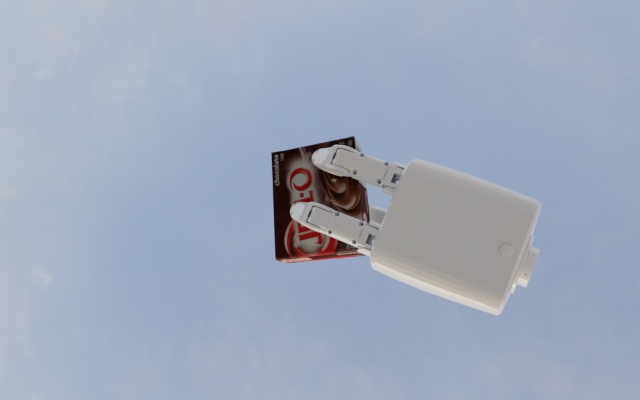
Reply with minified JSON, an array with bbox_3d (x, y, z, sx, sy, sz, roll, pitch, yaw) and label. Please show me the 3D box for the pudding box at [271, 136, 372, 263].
[{"bbox_3d":[0.000,0.002,0.469,0.090,0.113,0.039,-9,-17,18],"label":"pudding box"}]
